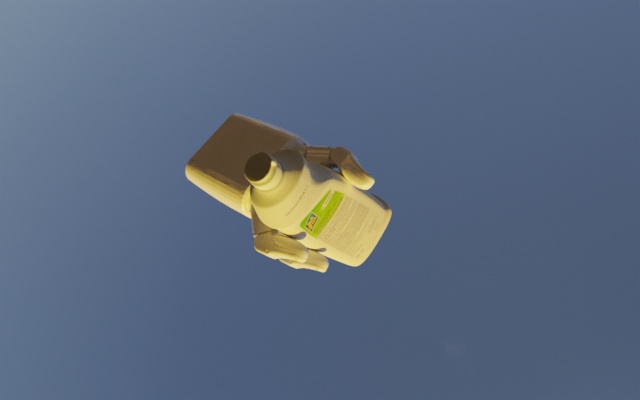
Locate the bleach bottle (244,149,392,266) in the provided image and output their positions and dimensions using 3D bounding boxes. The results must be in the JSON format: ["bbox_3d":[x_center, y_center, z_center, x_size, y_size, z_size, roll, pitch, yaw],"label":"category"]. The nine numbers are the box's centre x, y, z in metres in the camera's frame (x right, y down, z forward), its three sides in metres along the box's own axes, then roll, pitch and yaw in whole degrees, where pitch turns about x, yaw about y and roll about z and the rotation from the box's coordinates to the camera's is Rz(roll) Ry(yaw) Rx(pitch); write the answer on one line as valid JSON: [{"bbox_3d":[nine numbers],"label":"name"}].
[{"bbox_3d":[0.000,0.002,0.529,0.068,0.102,0.251,27,-5,30],"label":"bleach bottle"}]
